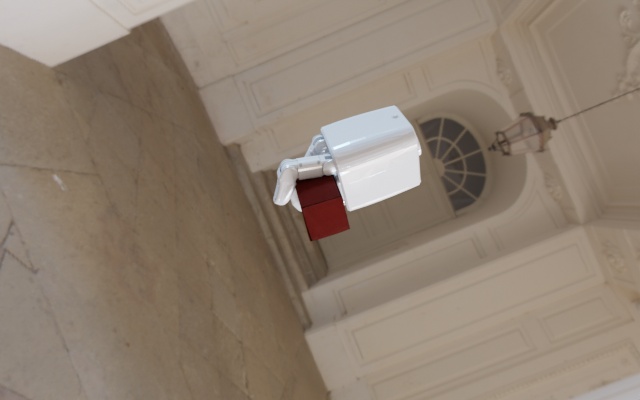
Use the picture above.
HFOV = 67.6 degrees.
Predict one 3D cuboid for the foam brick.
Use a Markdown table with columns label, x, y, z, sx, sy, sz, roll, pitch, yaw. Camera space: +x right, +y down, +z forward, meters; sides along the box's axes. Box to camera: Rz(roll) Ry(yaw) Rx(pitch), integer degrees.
| label | x | y | z | sx | sy | sz | roll | pitch | yaw |
| --- | --- | --- | --- | --- | --- | --- | --- | --- | --- |
| foam brick | 0.000 | 0.002 | 0.591 | 0.051 | 0.053 | 0.078 | -15 | 35 | -2 |
